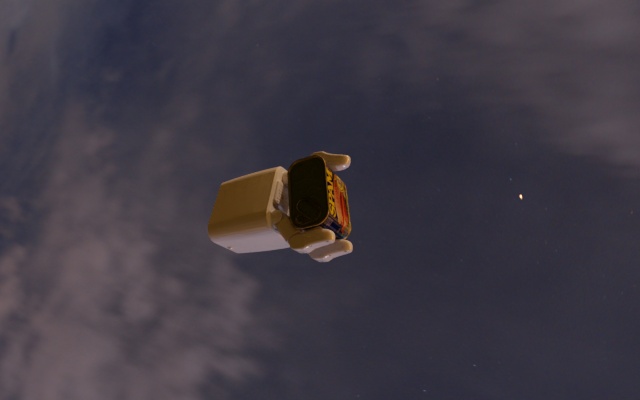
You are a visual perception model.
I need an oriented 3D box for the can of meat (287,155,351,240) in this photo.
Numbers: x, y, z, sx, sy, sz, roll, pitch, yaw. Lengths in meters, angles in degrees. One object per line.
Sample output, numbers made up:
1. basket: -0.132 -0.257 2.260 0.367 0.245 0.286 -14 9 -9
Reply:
1. can of meat: 0.000 0.002 0.660 0.057 0.102 0.084 -15 -27 21
